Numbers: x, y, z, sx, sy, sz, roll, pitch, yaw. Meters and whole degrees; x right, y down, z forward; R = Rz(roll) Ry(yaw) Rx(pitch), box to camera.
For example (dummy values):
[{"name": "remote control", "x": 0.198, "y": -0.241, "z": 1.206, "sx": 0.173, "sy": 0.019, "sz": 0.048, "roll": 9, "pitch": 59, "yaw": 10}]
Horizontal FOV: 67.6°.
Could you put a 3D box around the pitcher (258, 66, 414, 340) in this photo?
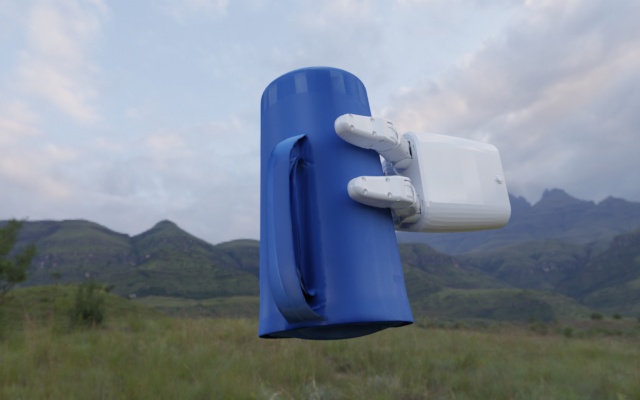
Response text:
[{"name": "pitcher", "x": 0.000, "y": 0.001, "z": 0.436, "sx": 0.145, "sy": 0.242, "sz": 0.149, "roll": 2, "pitch": -20, "yaw": -23}]
